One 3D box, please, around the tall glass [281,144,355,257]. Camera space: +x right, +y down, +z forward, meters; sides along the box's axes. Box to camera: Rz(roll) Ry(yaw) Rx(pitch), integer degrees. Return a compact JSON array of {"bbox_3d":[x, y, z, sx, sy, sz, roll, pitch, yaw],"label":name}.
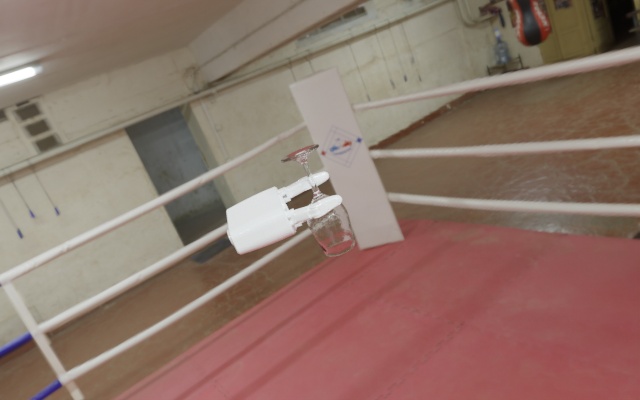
[{"bbox_3d":[0.000,0.002,0.881,0.079,0.201,0.079,-22,15,6],"label":"tall glass"}]
